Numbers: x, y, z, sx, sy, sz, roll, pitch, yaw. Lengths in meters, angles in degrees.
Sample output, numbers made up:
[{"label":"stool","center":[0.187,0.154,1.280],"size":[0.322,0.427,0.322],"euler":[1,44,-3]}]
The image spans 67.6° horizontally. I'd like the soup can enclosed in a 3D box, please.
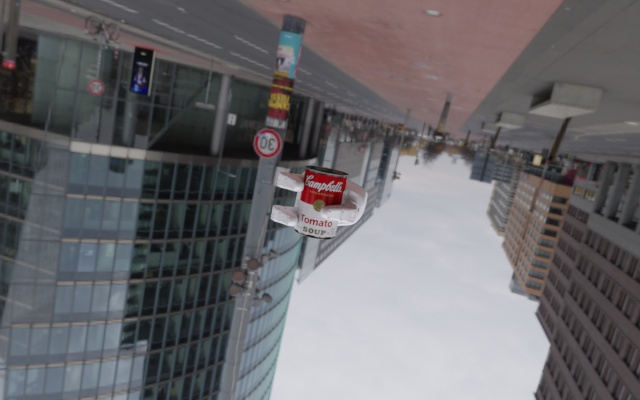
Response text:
[{"label":"soup can","center":[0.000,0.003,0.740],"size":[0.068,0.102,0.068],"euler":[11,10,-2]}]
